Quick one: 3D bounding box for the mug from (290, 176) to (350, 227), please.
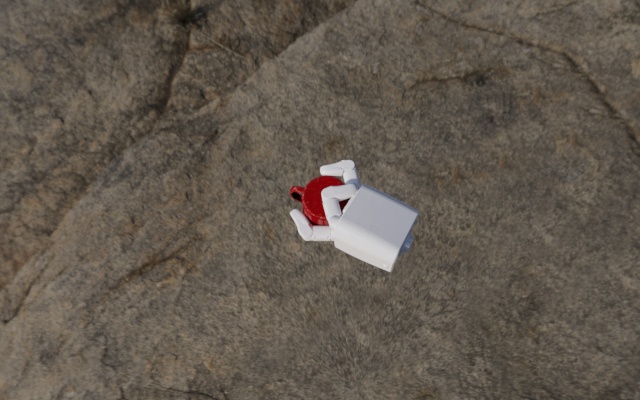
[{"bbox_3d":[-0.001,0.002,0.839,0.117,0.093,0.081,25,-17,12],"label":"mug"}]
